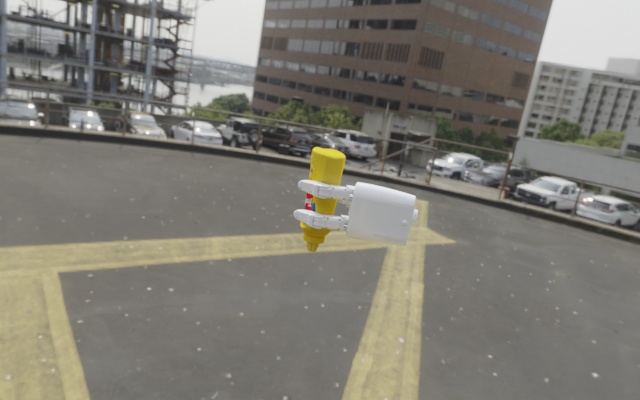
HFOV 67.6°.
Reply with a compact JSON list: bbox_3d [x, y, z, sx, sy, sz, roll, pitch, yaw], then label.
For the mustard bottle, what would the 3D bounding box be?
[{"bbox_3d":[0.000,0.003,0.880,0.058,0.192,0.096,5,14,-17],"label":"mustard bottle"}]
